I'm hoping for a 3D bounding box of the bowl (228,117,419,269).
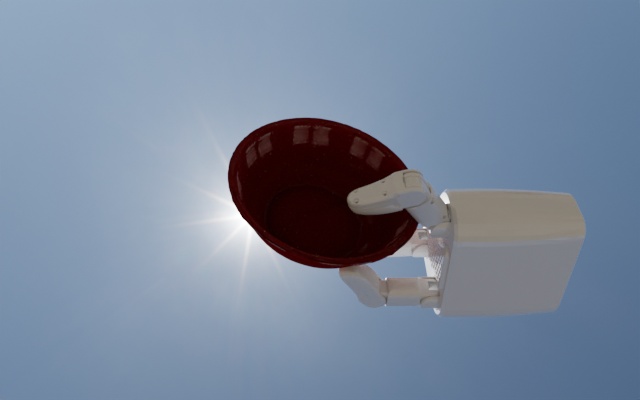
[{"bbox_3d":[-0.001,0.001,0.409,0.162,0.162,0.055,0,-40,-17],"label":"bowl"}]
